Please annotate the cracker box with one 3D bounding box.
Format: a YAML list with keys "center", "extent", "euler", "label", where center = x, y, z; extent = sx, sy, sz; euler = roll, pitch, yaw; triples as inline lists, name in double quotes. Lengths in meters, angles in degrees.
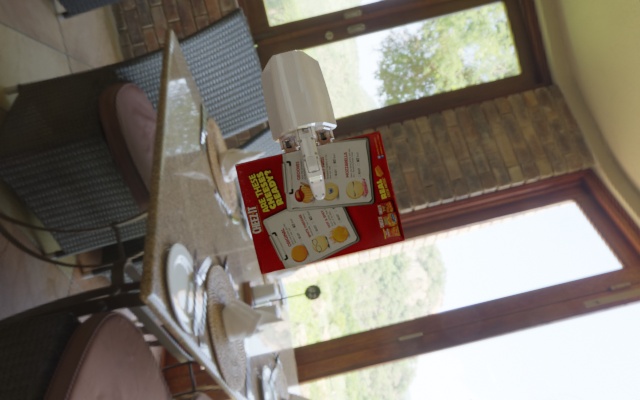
- center: [0.000, 0.002, 0.708]
  extent: [0.214, 0.164, 0.072]
  euler: [-13, 1, 0]
  label: "cracker box"
